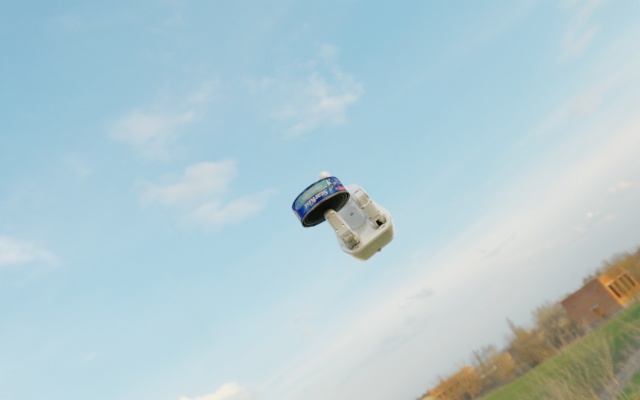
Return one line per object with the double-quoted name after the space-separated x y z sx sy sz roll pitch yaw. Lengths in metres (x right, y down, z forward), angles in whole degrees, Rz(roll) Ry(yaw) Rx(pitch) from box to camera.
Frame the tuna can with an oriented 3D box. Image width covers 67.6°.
0.000 0.002 0.718 0.086 0.033 0.086 -31 -20 -12 "tuna can"
